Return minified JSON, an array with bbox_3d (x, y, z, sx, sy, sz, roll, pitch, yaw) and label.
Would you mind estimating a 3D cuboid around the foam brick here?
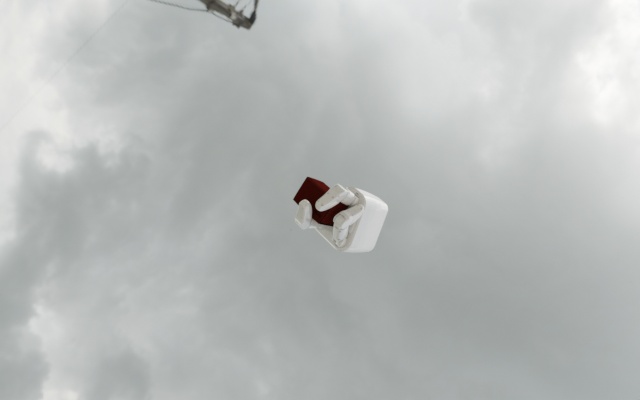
[{"bbox_3d":[0.000,0.003,0.862,0.078,0.053,0.051,43,16,30],"label":"foam brick"}]
